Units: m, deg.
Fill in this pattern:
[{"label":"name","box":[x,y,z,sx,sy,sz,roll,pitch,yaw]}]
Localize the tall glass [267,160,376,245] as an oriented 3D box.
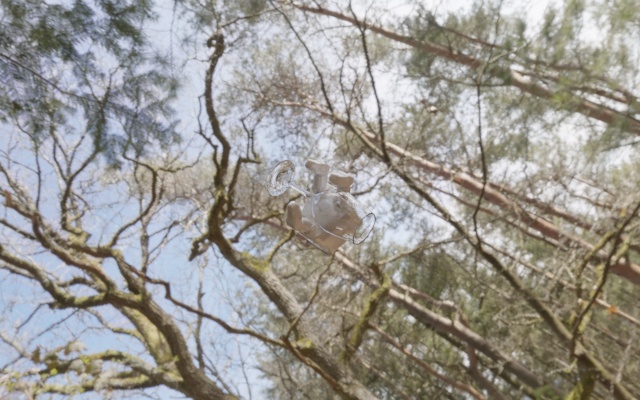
[{"label":"tall glass","box":[0.000,0.002,0.847,0.201,0.079,0.079,32,17,30]}]
